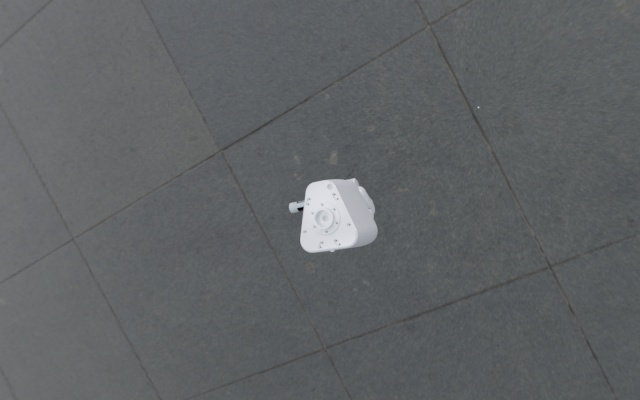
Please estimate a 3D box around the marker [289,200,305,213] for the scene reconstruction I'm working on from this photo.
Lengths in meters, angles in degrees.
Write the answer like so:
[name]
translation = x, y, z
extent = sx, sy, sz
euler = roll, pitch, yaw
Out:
[marker]
translation = 0.000, 0.003, 0.874
extent = 0.121, 0.020, 0.020
euler = -12, -4, 21
